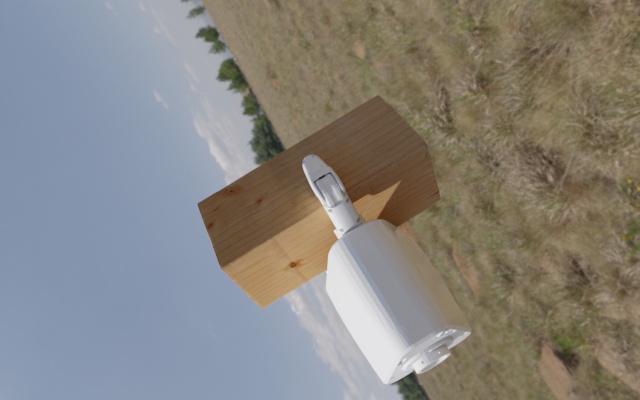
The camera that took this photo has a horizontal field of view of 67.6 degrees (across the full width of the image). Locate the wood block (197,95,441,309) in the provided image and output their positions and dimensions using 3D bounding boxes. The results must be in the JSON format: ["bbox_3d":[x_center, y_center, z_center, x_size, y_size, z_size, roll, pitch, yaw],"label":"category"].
[{"bbox_3d":[0.000,0.002,0.465,0.206,0.090,0.091,-31,-42,-1],"label":"wood block"}]
